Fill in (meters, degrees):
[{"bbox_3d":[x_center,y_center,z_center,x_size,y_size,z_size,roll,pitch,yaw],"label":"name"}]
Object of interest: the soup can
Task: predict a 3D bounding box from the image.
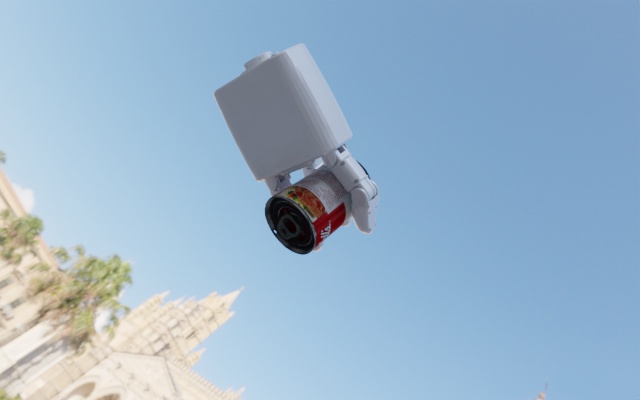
[{"bbox_3d":[0.001,0.002,0.507,0.068,0.068,0.102,0,29,46],"label":"soup can"}]
